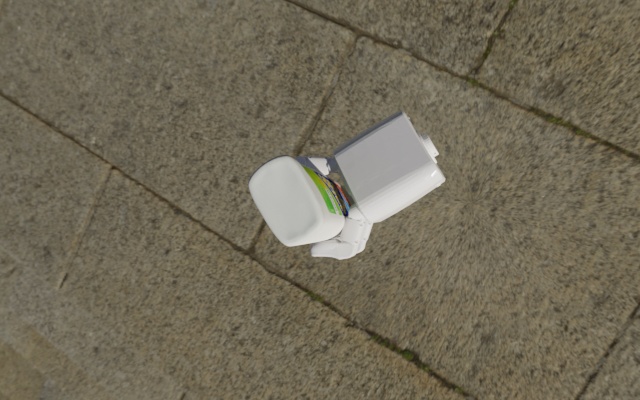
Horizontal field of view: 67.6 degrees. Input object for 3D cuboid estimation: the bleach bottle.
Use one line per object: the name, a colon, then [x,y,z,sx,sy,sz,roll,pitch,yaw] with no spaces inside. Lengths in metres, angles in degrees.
bleach bottle: [0.000,0.002,0.639,0.068,0.102,0.251,-33,-10,15]
